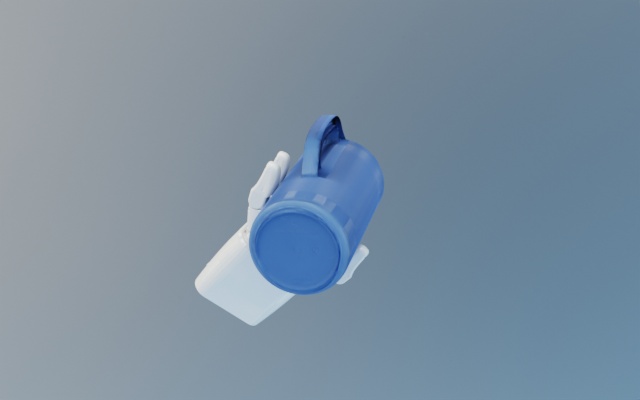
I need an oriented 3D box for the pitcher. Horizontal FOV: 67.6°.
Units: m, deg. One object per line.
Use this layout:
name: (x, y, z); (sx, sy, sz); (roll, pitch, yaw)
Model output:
pitcher: (0.000, 0.002, 0.587); (0.145, 0.149, 0.242); (-44, 5, 22)
